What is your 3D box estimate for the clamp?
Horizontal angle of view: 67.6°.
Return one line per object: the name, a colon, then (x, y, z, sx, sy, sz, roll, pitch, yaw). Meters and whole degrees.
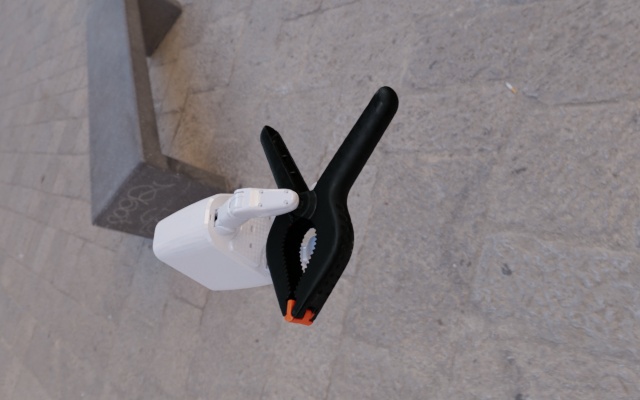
clamp: (-0.001, 0.002, 0.425, 0.164, 0.210, 0.036, -18, -29, 39)
